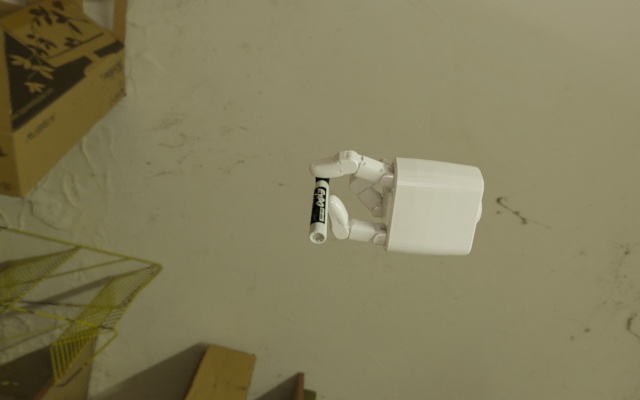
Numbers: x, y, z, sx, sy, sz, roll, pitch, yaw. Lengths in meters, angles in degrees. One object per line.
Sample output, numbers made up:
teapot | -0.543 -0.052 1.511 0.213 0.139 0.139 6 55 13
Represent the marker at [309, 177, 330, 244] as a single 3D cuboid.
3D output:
marker | 0.000 0.002 0.555 0.020 0.020 0.121 0 39 4
